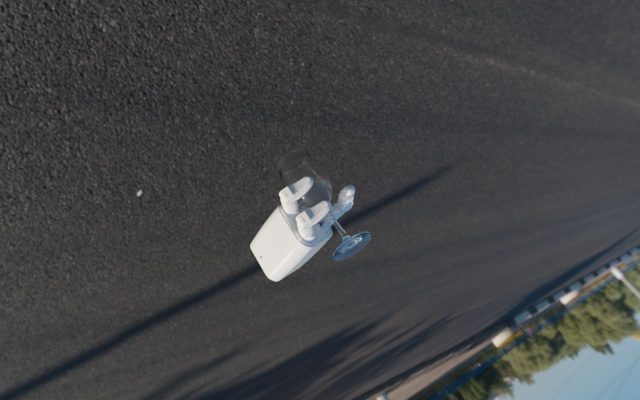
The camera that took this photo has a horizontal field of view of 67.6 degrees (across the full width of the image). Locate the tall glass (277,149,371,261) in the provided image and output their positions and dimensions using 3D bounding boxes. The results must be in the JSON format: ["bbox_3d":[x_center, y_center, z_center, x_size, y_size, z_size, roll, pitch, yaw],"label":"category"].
[{"bbox_3d":[0.001,0.003,0.820,0.079,0.201,0.079,-27,-27,-15],"label":"tall glass"}]
